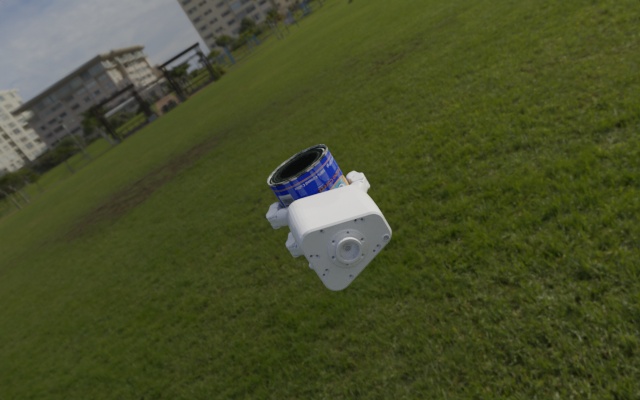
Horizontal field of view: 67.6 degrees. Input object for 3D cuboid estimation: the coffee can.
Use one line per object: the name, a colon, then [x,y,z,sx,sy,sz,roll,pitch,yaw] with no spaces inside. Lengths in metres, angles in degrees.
coffee can: [0.000,0.002,0.717,0.103,0.140,0.102,-28,21,12]
